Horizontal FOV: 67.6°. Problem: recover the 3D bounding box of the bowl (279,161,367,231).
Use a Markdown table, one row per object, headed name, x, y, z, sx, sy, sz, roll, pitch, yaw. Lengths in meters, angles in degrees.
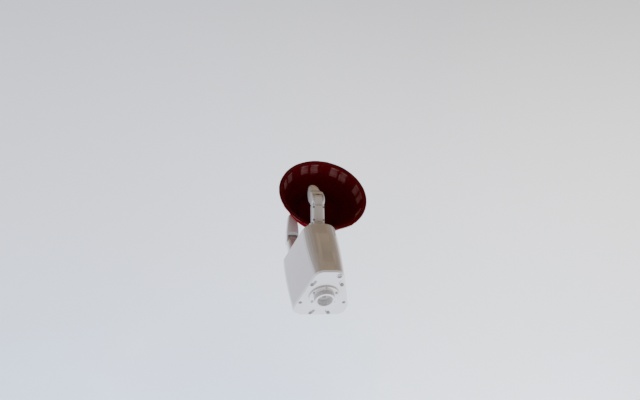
| name | x | y | z | sx | sy | sz | roll | pitch | yaw |
| --- | --- | --- | --- | --- | --- | --- | --- | --- | --- |
| bowl | 0.000 | 0.002 | 0.881 | 0.162 | 0.162 | 0.055 | 0 | -38 | -15 |
